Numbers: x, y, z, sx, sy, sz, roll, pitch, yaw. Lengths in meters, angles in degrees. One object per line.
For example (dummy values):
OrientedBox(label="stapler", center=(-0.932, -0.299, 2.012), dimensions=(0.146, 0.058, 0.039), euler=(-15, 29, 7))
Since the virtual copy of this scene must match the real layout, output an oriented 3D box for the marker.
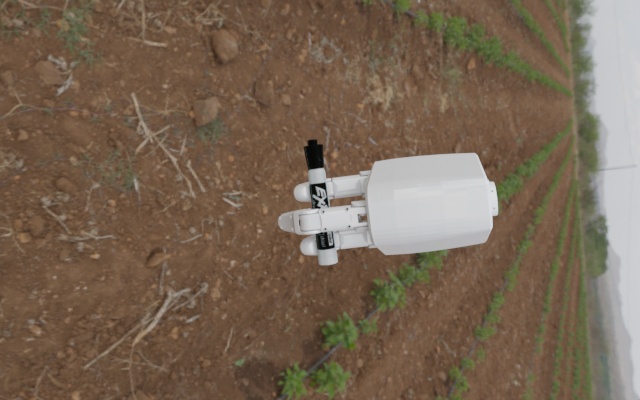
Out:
OrientedBox(label="marker", center=(0.000, 0.002, 0.462), dimensions=(0.020, 0.121, 0.020), euler=(-7, 3, 0))
